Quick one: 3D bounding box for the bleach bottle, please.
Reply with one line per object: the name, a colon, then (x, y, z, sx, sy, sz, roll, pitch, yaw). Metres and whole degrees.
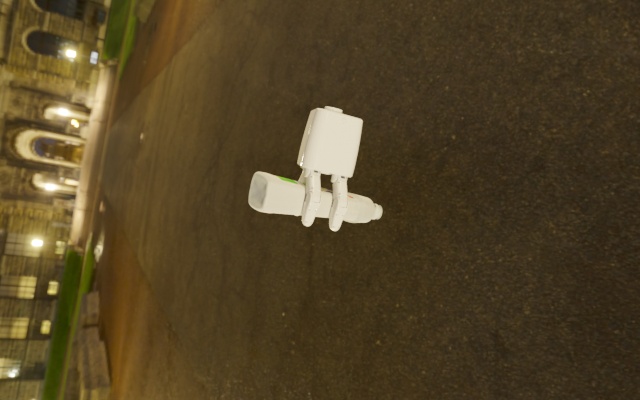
bleach bottle: (0.000, 0.003, 0.895, 0.251, 0.068, 0.102, 10, 6, -27)
